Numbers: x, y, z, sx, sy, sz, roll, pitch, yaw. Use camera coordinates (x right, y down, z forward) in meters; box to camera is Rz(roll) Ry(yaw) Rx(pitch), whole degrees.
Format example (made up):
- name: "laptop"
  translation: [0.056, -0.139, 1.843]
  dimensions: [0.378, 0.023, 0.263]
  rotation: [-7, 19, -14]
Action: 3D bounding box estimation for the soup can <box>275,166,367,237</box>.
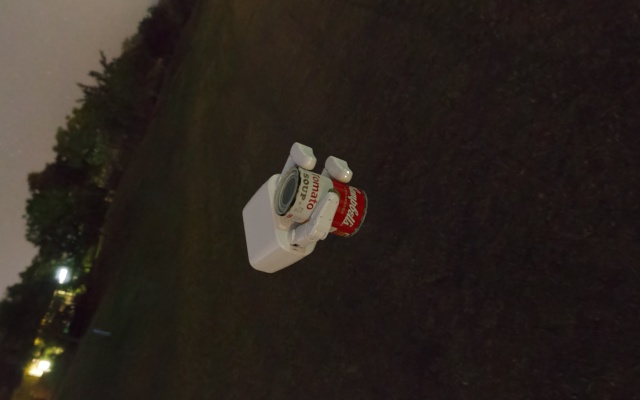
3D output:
- name: "soup can"
  translation: [0.000, 0.002, 0.620]
  dimensions: [0.102, 0.068, 0.068]
  rotation: [19, -8, -25]
